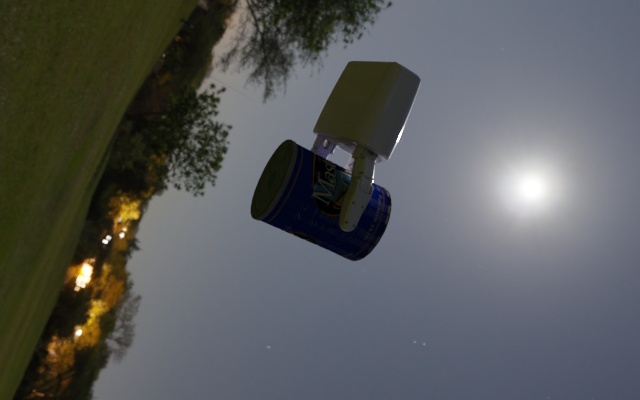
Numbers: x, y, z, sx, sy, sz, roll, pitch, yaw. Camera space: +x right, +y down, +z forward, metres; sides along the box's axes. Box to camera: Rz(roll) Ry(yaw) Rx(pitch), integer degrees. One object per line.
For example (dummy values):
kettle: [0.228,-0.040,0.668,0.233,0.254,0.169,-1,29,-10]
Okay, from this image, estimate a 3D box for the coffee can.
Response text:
coffee can: [0.000,0.002,0.584,0.140,0.103,0.103,25,-10,-21]
